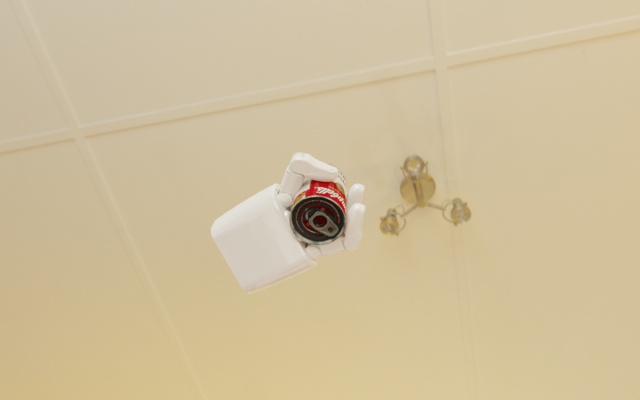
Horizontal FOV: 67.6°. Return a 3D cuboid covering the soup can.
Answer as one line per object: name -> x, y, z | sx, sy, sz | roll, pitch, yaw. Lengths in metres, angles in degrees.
soup can -> 0.000, 0.002, 0.614 | 0.068, 0.068, 0.102 | 0, 27, 5
